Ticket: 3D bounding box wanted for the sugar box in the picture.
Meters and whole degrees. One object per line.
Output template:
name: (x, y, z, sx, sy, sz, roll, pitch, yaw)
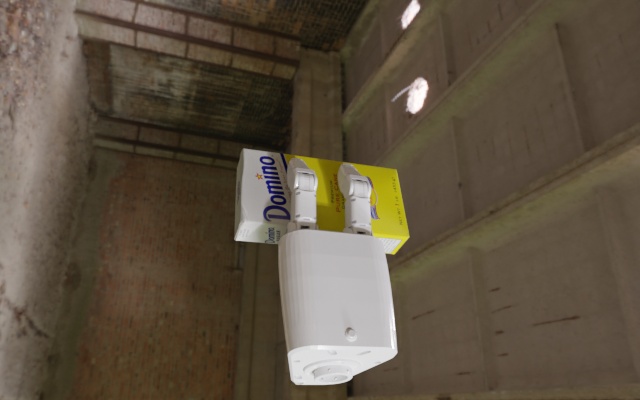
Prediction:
sugar box: (0.000, 0.001, 0.507, 0.176, 0.093, 0.048, 7, -36, -18)
